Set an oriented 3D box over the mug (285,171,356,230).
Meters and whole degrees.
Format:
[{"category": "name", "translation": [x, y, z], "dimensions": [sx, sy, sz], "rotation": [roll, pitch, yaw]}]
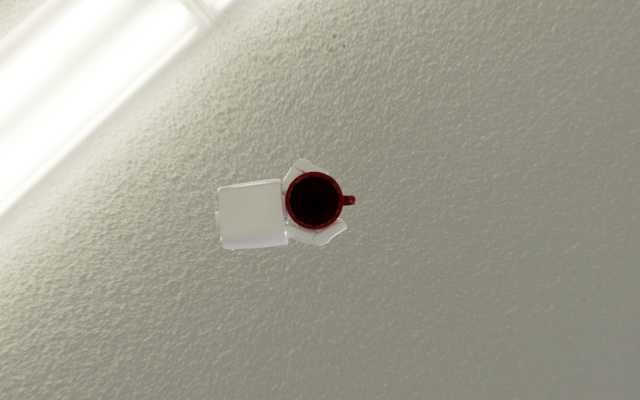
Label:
[{"category": "mug", "translation": [0.002, 0.002, 0.796], "dimensions": [0.117, 0.093, 0.081], "rotation": [-6, -5, -4]}]
